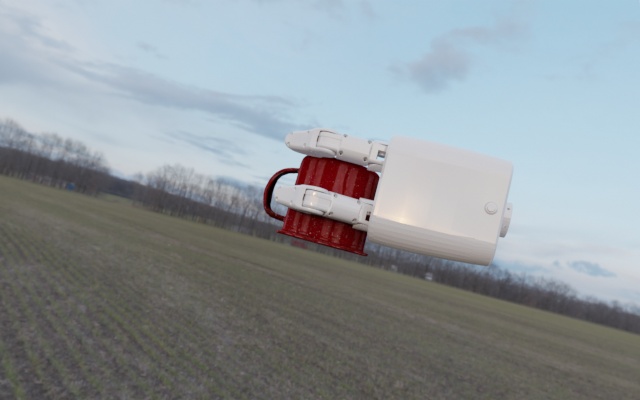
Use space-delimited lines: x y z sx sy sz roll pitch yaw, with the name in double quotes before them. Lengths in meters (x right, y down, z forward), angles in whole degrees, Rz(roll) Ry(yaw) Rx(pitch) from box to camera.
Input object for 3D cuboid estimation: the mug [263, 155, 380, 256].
"mug" -0.001 0.001 0.476 0.117 0.081 0.093 14 -5 14
